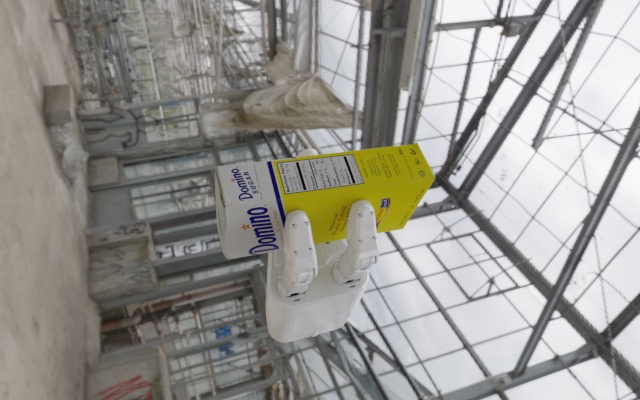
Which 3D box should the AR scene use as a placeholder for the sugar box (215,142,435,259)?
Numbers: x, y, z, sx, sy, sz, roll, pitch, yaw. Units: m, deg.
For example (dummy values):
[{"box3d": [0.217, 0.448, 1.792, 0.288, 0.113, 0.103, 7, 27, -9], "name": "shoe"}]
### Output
[{"box3d": [0.000, 0.002, 0.415, 0.176, 0.048, 0.093, -11, -30, -17], "name": "sugar box"}]
